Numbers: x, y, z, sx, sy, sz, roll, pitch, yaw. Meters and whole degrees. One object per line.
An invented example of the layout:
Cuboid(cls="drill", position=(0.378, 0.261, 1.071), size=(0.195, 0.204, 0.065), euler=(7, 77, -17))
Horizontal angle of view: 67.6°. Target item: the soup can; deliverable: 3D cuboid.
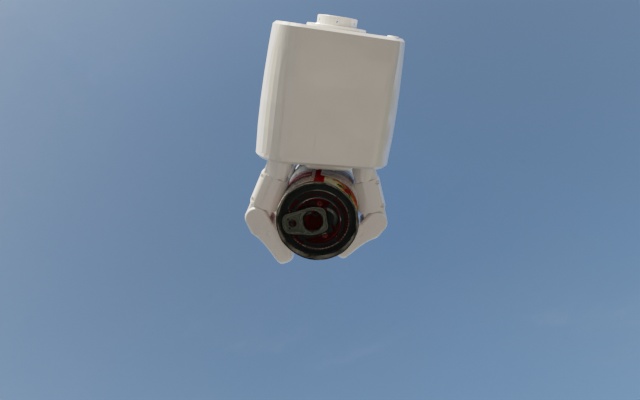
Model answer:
Cuboid(cls="soup can", position=(0.000, 0.002, 0.433), size=(0.068, 0.068, 0.102), euler=(0, 19, 4))
